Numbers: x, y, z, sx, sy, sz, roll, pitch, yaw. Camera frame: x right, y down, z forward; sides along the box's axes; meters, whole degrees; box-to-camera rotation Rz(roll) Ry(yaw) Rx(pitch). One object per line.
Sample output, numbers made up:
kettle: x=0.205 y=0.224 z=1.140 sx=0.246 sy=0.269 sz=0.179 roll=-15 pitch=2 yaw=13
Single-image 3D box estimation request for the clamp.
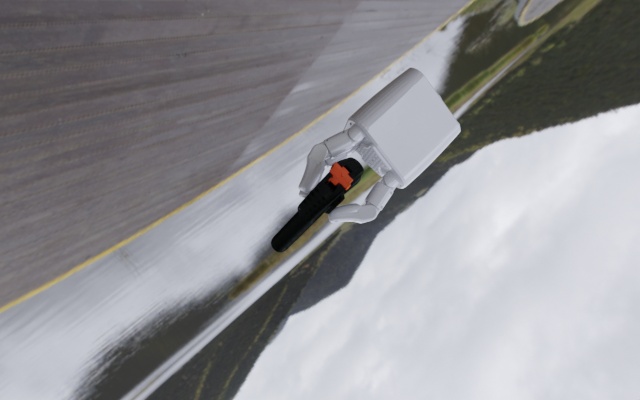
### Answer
clamp: x=0.001 y=0.002 z=0.589 sx=0.164 sy=0.036 sz=0.210 roll=-44 pitch=-3 yaw=-7
